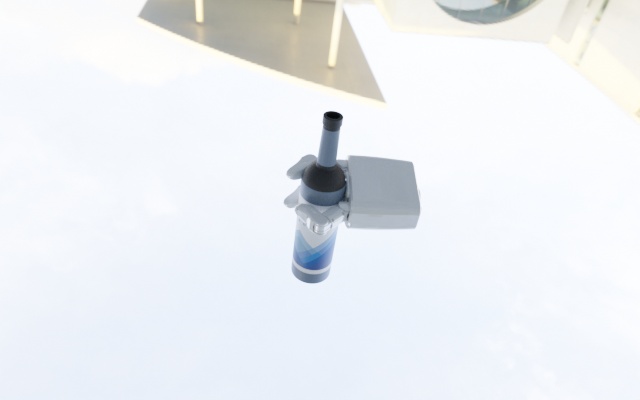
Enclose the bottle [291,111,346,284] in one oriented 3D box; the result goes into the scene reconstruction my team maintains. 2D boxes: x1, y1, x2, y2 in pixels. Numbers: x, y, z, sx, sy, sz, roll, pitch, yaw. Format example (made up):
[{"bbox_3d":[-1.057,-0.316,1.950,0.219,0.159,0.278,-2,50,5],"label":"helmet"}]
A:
[{"bbox_3d":[0.000,0.003,0.719,0.069,0.296,0.069,5,38,-4],"label":"bottle"}]
